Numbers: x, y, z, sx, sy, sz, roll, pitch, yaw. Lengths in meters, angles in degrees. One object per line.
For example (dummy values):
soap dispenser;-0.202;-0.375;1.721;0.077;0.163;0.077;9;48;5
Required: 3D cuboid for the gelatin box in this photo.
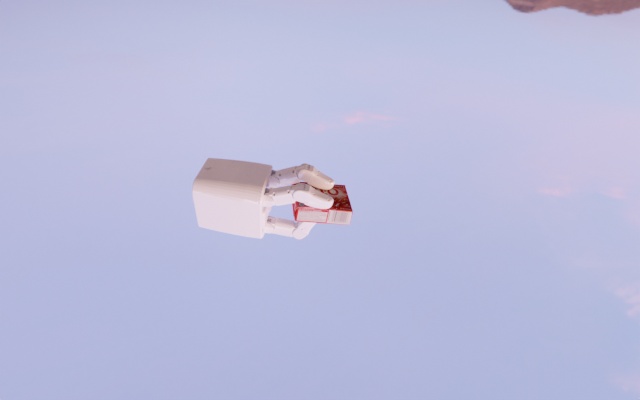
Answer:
gelatin box;0.000;0.003;0.742;0.089;0.030;0.073;5;34;-12
